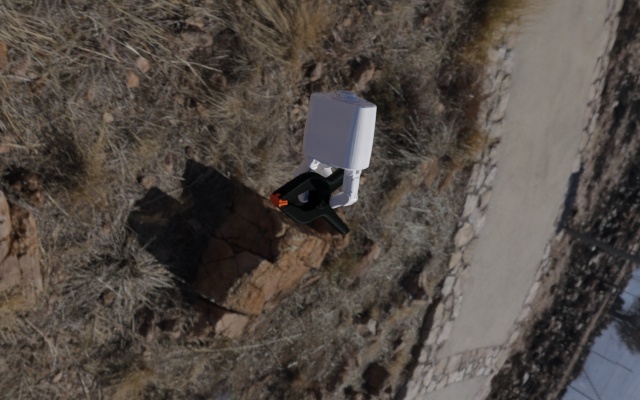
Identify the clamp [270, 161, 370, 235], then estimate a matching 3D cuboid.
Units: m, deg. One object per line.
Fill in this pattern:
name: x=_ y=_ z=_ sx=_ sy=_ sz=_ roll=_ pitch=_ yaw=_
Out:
clamp: x=0.000 y=0.003 z=0.859 sx=0.210 sy=0.165 sz=0.036 roll=-12 pitch=30 yaw=-39
